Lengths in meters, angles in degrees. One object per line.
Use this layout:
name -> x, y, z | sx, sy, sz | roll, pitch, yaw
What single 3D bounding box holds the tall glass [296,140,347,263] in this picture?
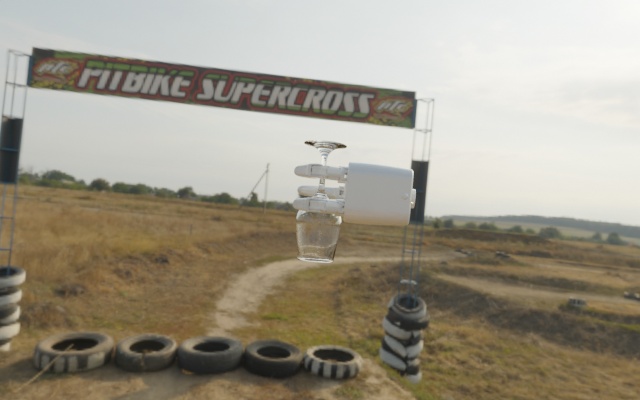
tall glass -> 0.000, 0.002, 0.814 | 0.079, 0.201, 0.079 | 5, -2, 0
